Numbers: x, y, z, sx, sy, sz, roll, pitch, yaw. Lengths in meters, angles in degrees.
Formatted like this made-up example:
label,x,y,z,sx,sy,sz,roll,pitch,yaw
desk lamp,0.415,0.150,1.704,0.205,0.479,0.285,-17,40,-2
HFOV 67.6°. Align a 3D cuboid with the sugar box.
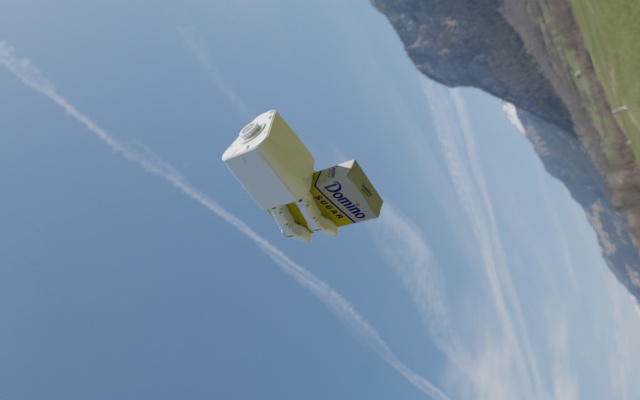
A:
label,x,y,z,sx,sy,sz,roll,pitch,yaw
sugar box,0.000,0.003,0.762,0.176,0.093,0.048,-15,36,36
